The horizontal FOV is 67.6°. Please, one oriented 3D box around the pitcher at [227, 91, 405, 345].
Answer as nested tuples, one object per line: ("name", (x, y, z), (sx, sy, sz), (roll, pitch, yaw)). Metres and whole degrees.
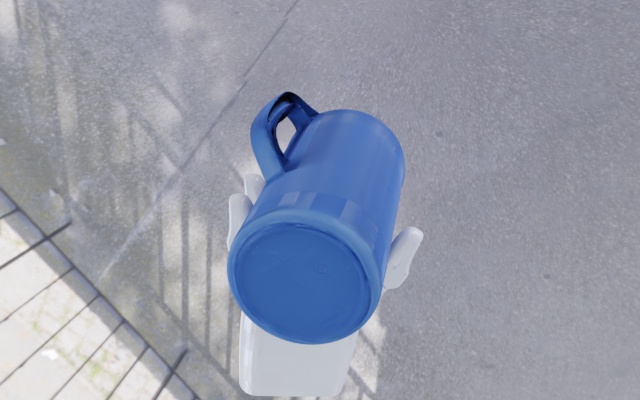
("pitcher", (0.000, 0.002, 0.421), (0.149, 0.145, 0.242), (13, 25, 5))
